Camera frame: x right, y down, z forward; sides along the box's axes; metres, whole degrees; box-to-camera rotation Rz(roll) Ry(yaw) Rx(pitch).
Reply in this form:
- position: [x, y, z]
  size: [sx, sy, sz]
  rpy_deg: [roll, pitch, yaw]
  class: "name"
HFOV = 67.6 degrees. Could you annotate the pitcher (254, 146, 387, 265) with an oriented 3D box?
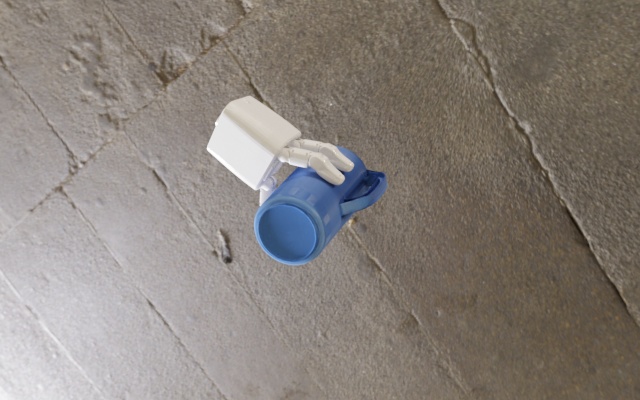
- position: [0.000, 0.002, 0.764]
  size: [0.145, 0.149, 0.242]
  rpy_deg: [38, 27, 1]
  class: "pitcher"
